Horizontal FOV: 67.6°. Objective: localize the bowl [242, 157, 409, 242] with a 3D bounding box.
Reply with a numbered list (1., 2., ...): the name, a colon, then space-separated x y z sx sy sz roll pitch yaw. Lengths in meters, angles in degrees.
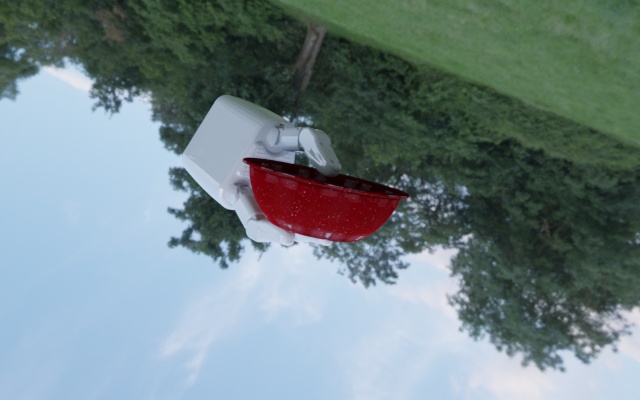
1. bowl: 0.001 0.002 0.459 0.162 0.055 0.162 12 6 -1
